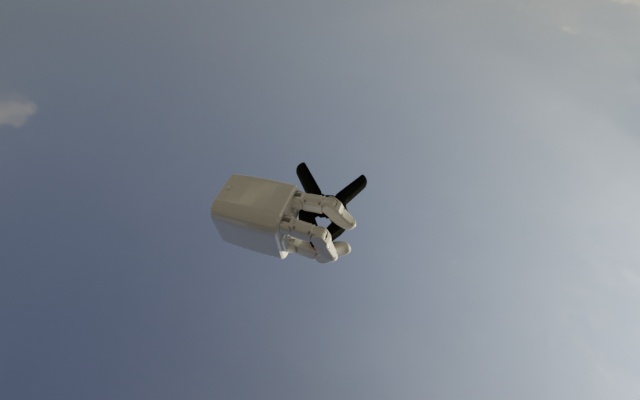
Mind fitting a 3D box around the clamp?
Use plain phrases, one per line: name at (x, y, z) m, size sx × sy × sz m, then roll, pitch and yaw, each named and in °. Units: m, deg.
clamp at (0.000, 0.003, 0.763) m, size 0.120 × 0.039 × 0.171 m, roll 14°, pitch 44°, yaw 10°
